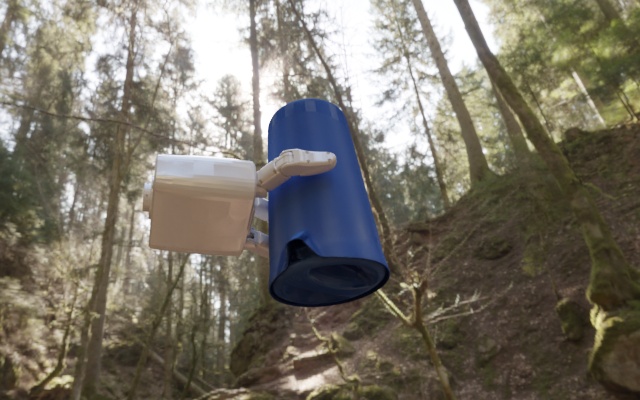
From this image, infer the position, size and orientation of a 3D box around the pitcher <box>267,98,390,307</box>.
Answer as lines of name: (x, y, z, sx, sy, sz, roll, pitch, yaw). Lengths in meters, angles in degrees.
pitcher: (0.000, 0.002, 0.589, 0.145, 0.242, 0.149, 5, -35, -19)
